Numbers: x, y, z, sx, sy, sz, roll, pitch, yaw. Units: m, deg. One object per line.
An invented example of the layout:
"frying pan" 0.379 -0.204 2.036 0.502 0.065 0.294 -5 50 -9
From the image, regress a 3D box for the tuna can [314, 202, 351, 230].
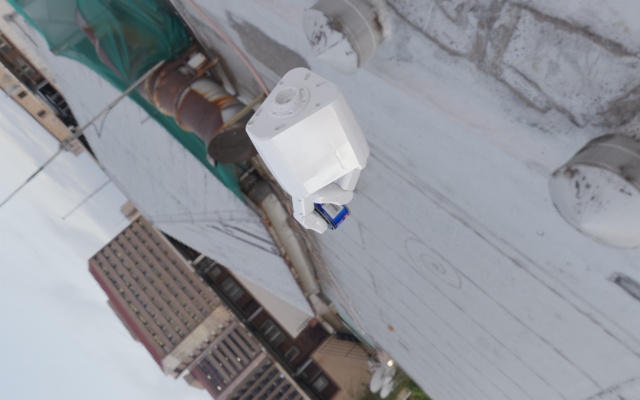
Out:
"tuna can" 0.000 0.003 0.674 0.086 0.033 0.086 42 -9 8
